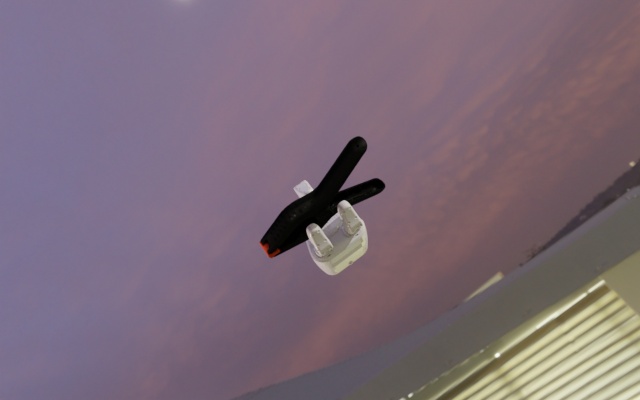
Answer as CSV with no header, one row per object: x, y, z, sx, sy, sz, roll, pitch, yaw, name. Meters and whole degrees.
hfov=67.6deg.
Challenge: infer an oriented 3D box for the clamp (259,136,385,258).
-0.001,0.002,0.675,0.210,0.036,0.165,-36,-27,-5,clamp
